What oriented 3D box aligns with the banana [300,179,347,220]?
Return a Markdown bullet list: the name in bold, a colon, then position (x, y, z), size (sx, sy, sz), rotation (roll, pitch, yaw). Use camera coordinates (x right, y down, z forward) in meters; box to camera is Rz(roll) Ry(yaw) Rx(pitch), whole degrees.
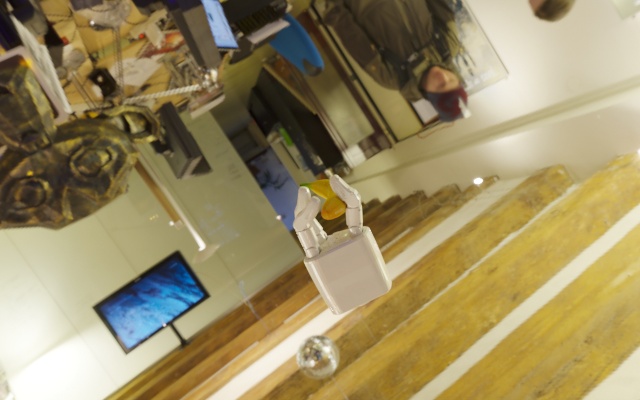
- **banana**: position (0.017, -0.004, 0.811), size (0.069, 0.037, 0.197), rotation (-20, 16, -8)
